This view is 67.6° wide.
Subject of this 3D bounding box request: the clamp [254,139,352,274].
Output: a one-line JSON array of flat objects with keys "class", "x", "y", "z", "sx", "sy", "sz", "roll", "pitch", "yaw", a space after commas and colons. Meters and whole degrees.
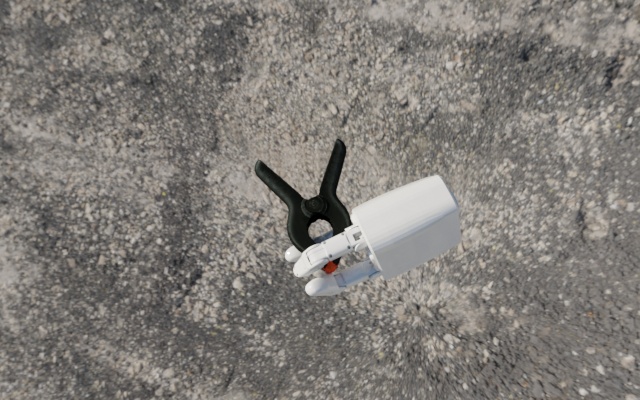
[{"class": "clamp", "x": 0.000, "y": 0.002, "z": 0.593, "sx": 0.120, "sy": 0.171, "sz": 0.039, "roll": -25, "pitch": -17, "yaw": 1}]
